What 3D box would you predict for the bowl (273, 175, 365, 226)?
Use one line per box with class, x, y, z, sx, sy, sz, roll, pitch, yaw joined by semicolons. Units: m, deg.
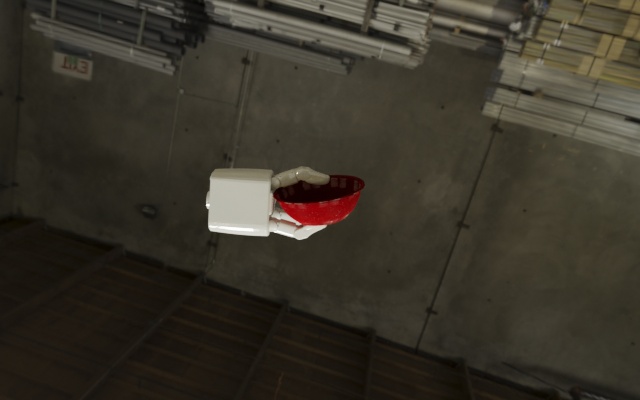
bowl;0.001;0.003;0.837;0.162;0.055;0.162;-7;18;2
